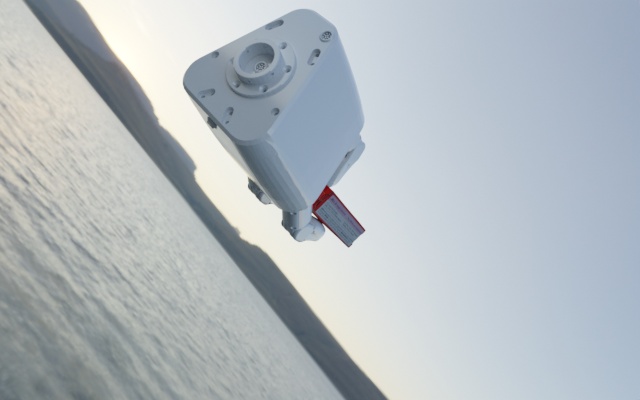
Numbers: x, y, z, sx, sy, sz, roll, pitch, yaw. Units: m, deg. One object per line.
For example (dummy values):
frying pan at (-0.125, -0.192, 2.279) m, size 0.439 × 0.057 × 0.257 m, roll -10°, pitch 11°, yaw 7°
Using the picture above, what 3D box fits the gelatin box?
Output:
gelatin box at (0.001, 0.001, 0.489) m, size 0.073 × 0.030 × 0.089 m, roll 45°, pitch -1°, yaw 39°
